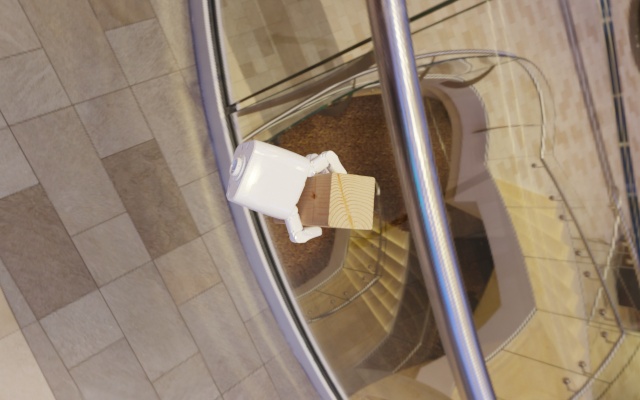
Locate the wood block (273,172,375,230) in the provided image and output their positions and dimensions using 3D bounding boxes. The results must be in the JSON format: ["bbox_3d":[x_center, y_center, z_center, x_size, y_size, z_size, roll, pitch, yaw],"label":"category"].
[{"bbox_3d":[0.000,0.003,0.874,0.090,0.091,0.206,6,-3,-31],"label":"wood block"}]
